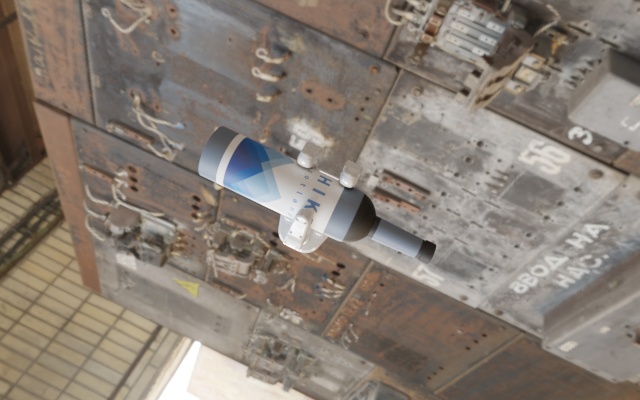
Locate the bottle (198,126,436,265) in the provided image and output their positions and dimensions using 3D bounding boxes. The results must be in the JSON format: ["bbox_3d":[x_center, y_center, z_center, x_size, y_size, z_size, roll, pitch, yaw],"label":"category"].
[{"bbox_3d":[0.000,0.002,0.578,0.295,0.069,0.069,25,1,2],"label":"bottle"}]
